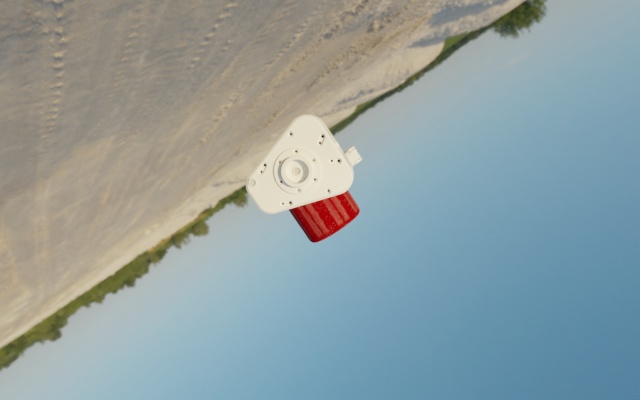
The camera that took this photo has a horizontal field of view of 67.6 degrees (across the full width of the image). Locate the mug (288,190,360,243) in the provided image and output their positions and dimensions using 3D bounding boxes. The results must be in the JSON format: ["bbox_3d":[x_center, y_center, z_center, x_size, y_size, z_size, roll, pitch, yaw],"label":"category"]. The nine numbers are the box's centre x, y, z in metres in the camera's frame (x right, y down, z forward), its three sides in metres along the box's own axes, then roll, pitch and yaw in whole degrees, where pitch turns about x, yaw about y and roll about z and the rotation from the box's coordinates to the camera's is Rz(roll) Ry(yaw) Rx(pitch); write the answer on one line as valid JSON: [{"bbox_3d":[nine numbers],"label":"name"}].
[{"bbox_3d":[0.000,0.002,0.663,0.093,0.081,0.117,-33,5,5],"label":"mug"}]
